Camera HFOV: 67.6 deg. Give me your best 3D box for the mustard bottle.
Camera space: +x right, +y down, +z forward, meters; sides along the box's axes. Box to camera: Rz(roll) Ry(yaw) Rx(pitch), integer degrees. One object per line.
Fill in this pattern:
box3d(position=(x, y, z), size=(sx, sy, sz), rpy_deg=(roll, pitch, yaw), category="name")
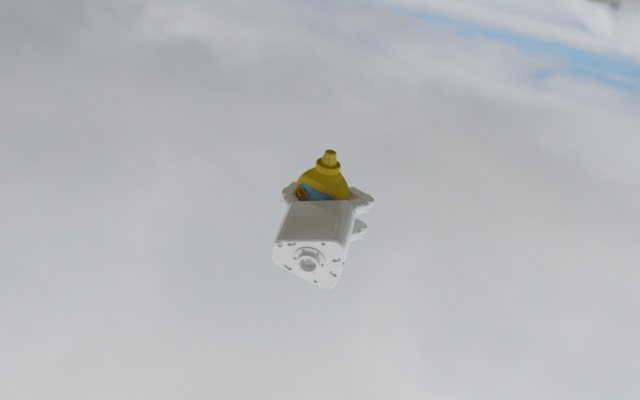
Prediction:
box3d(position=(0.000, 0.003, 0.806), size=(0.096, 0.192, 0.058), rpy_deg=(28, 36, 24), category="mustard bottle")
